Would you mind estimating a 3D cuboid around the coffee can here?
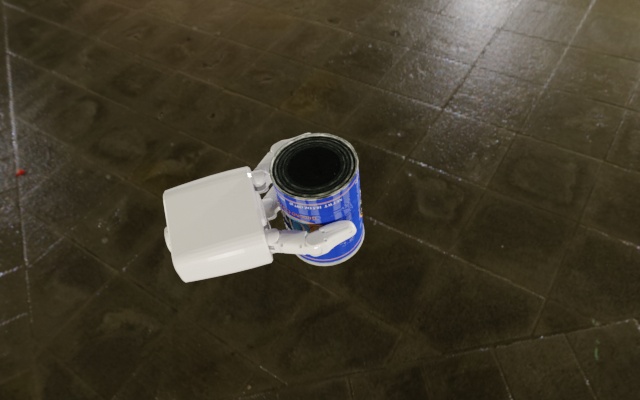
[{"bbox_3d":[0.000,0.002,0.595,0.103,0.102,0.140,0,-38,8],"label":"coffee can"}]
